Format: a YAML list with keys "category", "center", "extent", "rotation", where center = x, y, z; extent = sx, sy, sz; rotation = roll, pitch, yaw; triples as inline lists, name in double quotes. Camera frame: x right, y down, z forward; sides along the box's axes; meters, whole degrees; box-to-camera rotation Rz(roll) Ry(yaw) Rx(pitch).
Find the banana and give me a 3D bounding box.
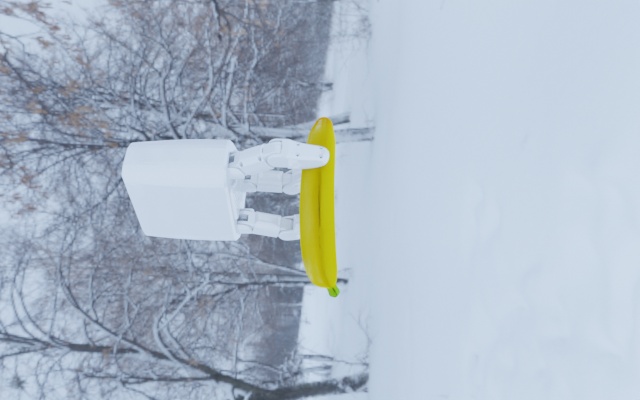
- category: "banana"
  center: [-0.002, 0.003, 0.496]
  extent: [0.037, 0.198, 0.069]
  rotation: [-1, -5, 5]
